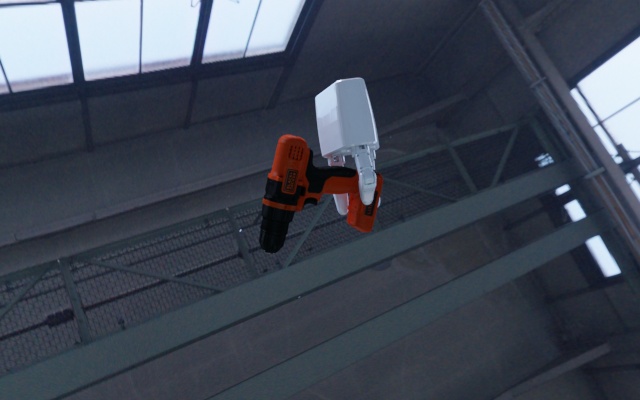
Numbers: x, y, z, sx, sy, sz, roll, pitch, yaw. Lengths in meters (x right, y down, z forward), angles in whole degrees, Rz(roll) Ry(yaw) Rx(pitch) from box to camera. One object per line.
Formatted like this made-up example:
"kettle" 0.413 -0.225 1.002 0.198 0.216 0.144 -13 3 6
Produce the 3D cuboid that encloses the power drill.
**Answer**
"power drill" 0.001 0.002 0.760 0.188 0.184 0.057 10 7 -28
